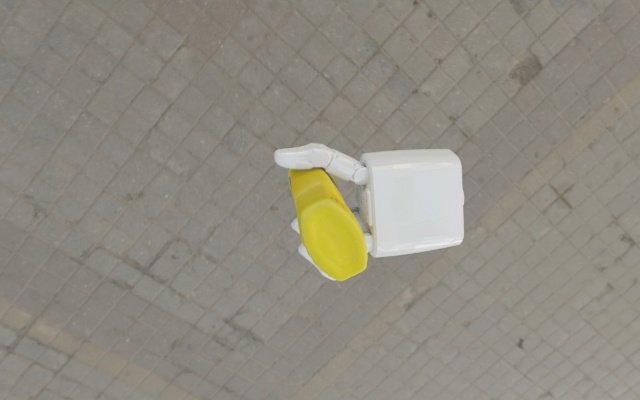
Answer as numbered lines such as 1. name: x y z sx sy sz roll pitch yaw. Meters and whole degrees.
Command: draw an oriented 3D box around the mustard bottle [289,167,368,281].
1. mustard bottle: 0.000 0.002 0.543 0.058 0.096 0.191 -28 26 4
